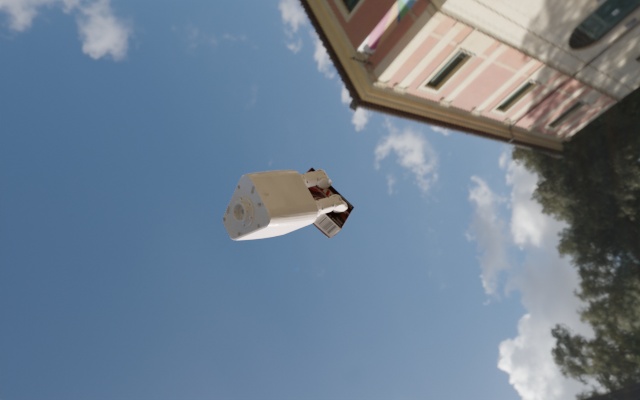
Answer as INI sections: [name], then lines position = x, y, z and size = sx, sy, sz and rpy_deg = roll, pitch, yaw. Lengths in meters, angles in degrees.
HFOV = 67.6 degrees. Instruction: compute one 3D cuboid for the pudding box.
[pudding box]
position = 0.000, 0.003, 0.862
size = 0.039, 0.113, 0.090
rpy_deg = -42, 6, 32
